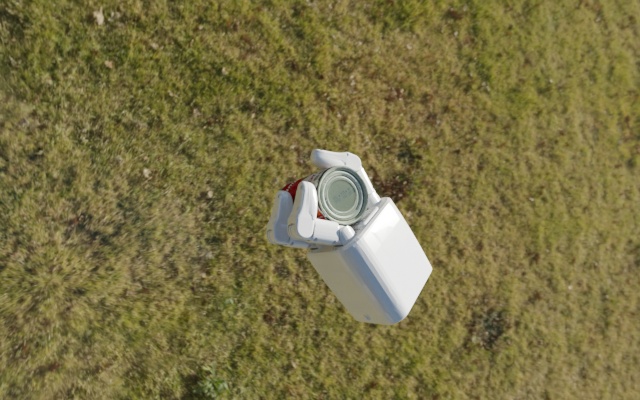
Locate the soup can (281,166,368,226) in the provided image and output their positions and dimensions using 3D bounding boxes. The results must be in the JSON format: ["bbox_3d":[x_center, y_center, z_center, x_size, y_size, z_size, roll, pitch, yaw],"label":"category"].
[{"bbox_3d":[0.000,0.001,0.554,0.068,0.068,0.102,0,-8,-30],"label":"soup can"}]
